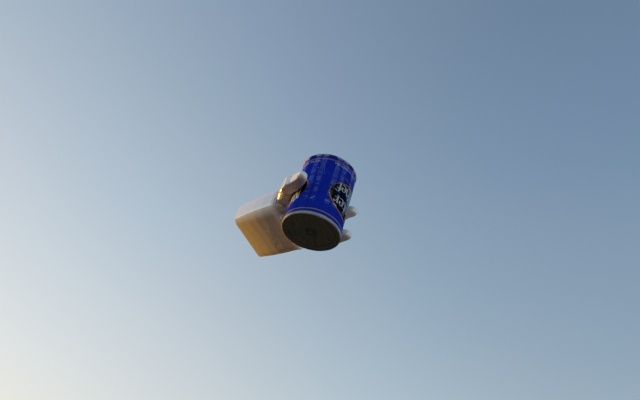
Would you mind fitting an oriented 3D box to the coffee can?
[{"bbox_3d":[0.000,0.003,0.838,0.103,0.140,0.103,11,-39,9],"label":"coffee can"}]
